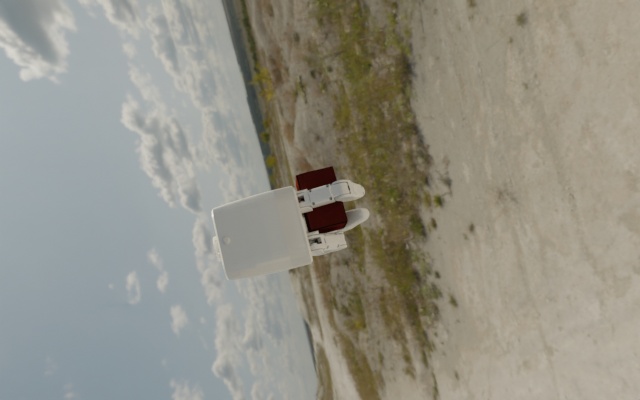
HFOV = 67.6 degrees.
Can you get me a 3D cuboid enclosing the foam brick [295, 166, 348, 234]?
[{"bbox_3d":[0.000,0.002,0.628,0.051,0.078,0.053,-14,-12,-5],"label":"foam brick"}]
